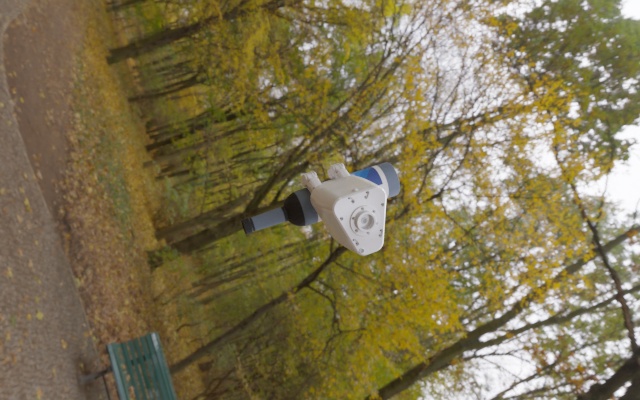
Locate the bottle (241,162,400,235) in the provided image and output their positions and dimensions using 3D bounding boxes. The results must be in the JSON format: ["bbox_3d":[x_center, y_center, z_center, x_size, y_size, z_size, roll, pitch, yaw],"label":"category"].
[{"bbox_3d":[0.000,0.003,0.875,0.295,0.069,0.069,-18,5,-14],"label":"bottle"}]
